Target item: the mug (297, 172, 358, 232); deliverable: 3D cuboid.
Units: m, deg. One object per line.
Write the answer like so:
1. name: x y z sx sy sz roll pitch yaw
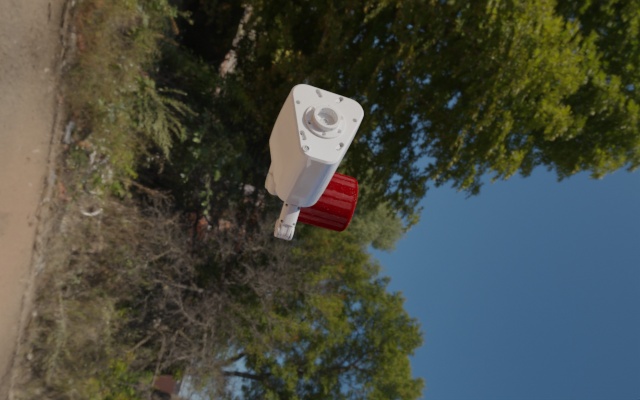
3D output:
1. mug: 0.000 0.003 0.695 0.081 0.093 0.117 15 -29 -10
